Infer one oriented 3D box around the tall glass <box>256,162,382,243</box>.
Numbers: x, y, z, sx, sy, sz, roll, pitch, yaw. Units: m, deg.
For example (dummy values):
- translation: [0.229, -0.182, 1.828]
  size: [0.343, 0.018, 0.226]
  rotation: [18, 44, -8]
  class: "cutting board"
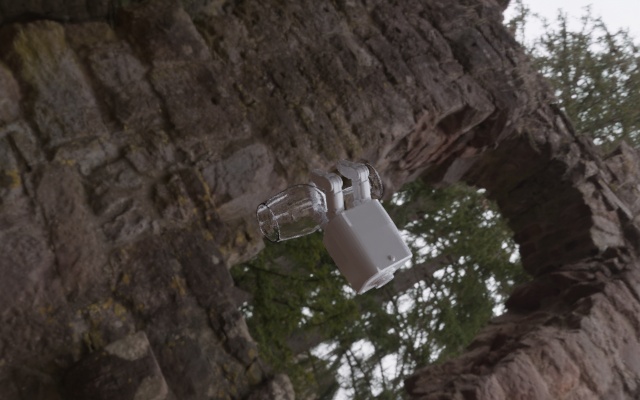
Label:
- translation: [0.001, 0.002, 0.755]
  size: [0.201, 0.079, 0.079]
  rotation: [-21, 11, -32]
  class: "tall glass"
